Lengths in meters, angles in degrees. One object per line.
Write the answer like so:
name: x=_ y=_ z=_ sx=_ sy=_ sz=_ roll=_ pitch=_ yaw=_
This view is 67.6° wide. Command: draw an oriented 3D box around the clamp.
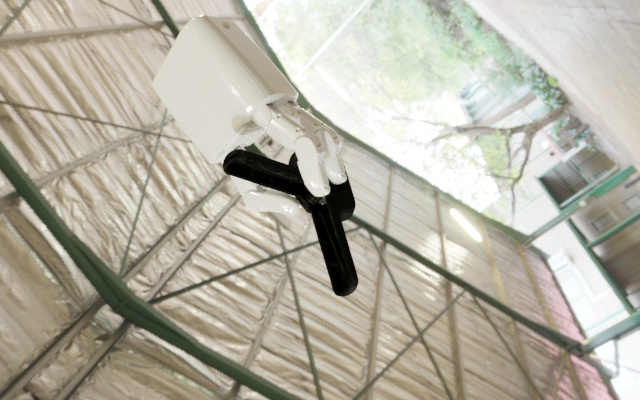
clamp: x=0.000 y=0.002 z=0.500 sx=0.036 sy=0.164 sz=0.210 roll=-38 pitch=-1 yaw=23
